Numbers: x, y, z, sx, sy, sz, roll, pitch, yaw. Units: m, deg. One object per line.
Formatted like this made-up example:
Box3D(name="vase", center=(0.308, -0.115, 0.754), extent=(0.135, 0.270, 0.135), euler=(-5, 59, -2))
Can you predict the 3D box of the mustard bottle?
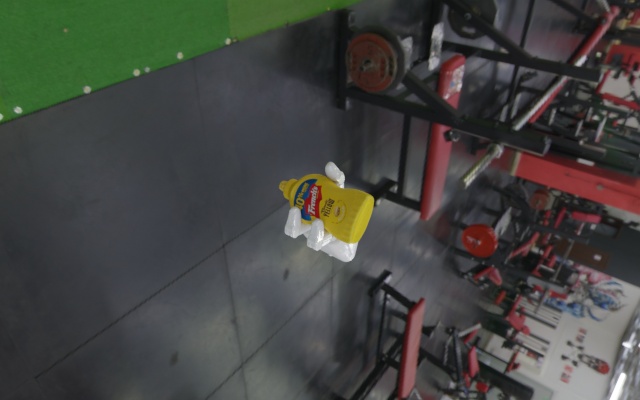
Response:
Box3D(name="mustard bottle", center=(0.000, 0.003, 0.896), extent=(0.191, 0.096, 0.058), euler=(24, 9, 30))
